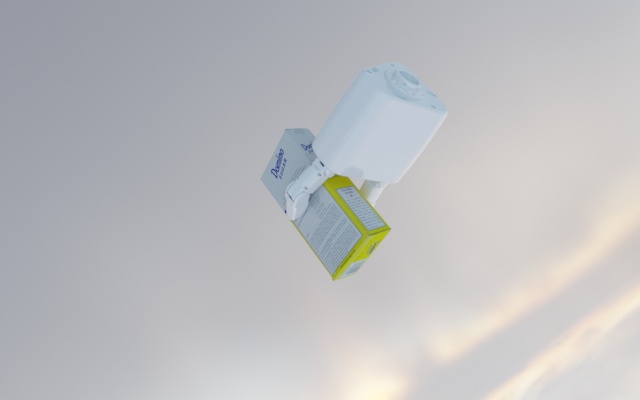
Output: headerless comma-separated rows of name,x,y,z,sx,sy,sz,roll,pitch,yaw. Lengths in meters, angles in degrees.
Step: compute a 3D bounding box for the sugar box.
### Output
sugar box,0.001,0.002,0.590,0.048,0.176,0.093,-10,-35,-42
